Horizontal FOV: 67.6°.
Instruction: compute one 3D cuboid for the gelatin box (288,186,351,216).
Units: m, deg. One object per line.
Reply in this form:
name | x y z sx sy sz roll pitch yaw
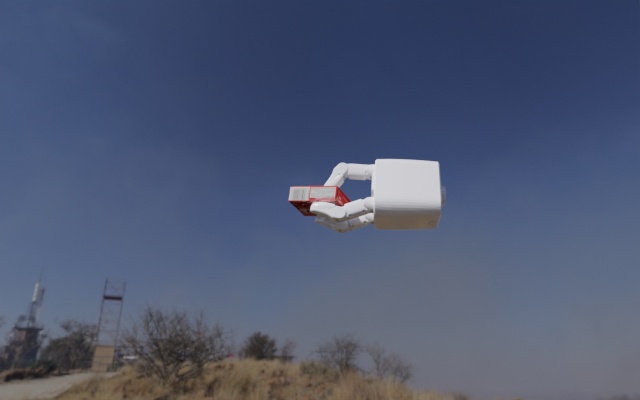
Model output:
gelatin box | 0.000 0.002 0.813 0.089 0.030 0.073 0 -22 22
